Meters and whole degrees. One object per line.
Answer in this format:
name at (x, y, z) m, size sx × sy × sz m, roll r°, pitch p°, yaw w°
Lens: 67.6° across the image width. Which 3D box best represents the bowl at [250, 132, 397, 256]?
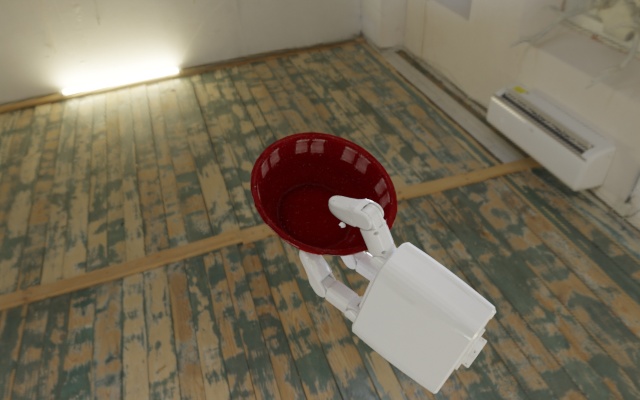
bowl at (-0.001, 0.001, 0.530) m, size 0.162 × 0.162 × 0.055 m, roll 0°, pitch -34°, yaw -17°
